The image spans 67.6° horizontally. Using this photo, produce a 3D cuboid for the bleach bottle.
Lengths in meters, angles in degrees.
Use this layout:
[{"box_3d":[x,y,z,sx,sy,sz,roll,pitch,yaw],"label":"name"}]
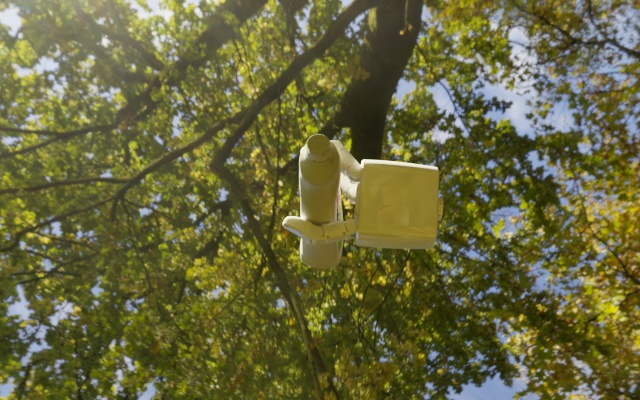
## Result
[{"box_3d":[0.000,0.002,0.674,0.068,0.102,0.251,5,-30,5],"label":"bleach bottle"}]
